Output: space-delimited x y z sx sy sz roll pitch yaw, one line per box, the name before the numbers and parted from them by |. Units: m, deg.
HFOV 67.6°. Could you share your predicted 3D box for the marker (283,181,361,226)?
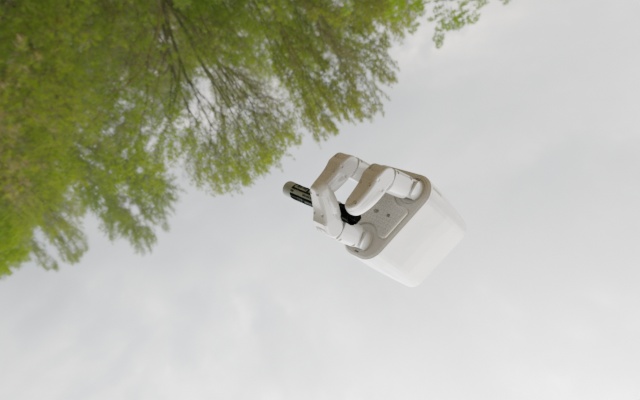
marker | 0.000 0.002 0.513 0.020 0.020 0.121 0 15 -40
